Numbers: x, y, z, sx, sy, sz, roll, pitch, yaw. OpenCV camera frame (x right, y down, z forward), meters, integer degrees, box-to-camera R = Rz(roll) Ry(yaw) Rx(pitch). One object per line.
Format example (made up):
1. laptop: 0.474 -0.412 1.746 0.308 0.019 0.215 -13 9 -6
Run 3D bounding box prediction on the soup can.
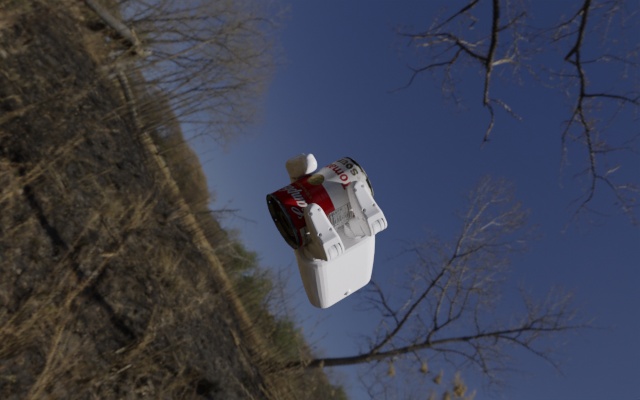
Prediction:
1. soup can: 0.000 0.001 0.534 0.102 0.068 0.068 -28 9 -18
